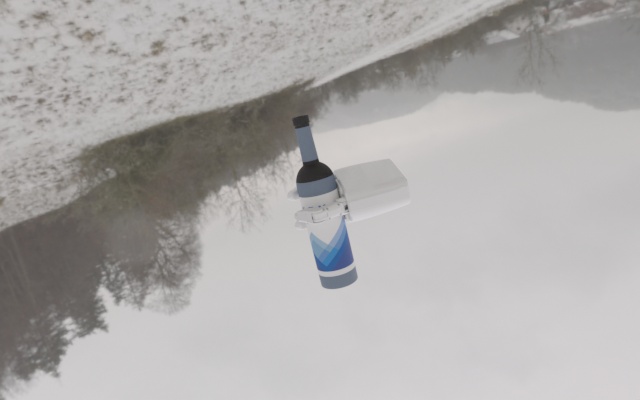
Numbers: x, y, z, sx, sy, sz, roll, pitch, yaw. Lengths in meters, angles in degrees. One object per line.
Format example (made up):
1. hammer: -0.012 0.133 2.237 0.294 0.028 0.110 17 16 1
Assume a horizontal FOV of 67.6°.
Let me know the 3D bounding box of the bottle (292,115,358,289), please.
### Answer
1. bottle: 0.000 0.003 0.810 0.069 0.296 0.069 -13 13 3
